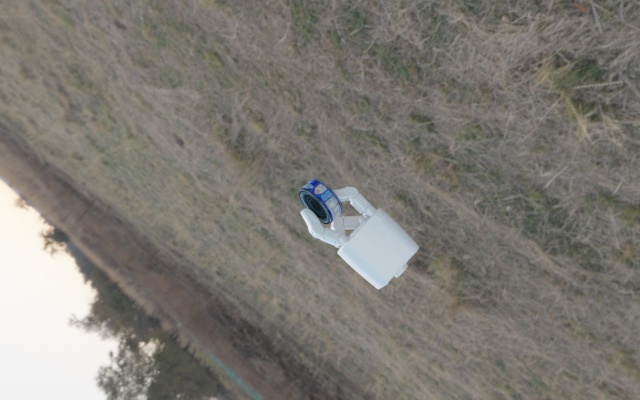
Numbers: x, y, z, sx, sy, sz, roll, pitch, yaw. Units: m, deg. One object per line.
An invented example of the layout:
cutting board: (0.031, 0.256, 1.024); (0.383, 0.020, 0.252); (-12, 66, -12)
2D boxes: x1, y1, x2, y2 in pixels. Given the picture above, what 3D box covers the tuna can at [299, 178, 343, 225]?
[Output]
tuna can: (0.000, 0.003, 0.883); (0.033, 0.086, 0.086); (-42, 17, -21)
